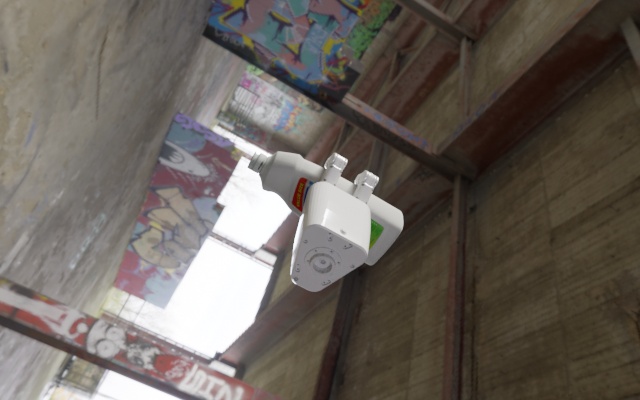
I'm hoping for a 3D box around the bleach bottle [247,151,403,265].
[{"bbox_3d":[0.000,0.002,0.745,0.251,0.103,0.068,28,31,-12],"label":"bleach bottle"}]
